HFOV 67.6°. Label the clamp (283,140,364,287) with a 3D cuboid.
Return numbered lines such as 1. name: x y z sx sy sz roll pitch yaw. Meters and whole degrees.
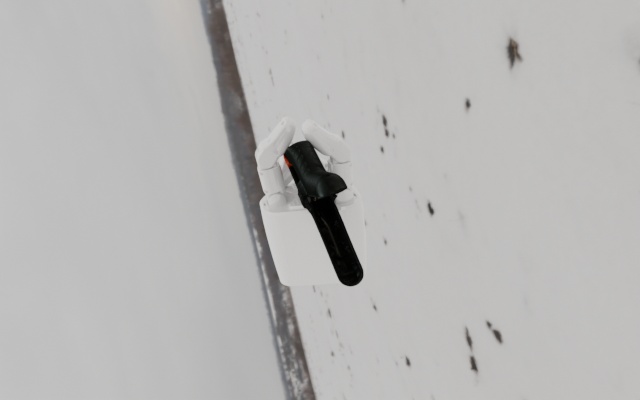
1. clamp: -0.001 0.002 0.467 0.039 0.120 0.171 -13 28 -9
